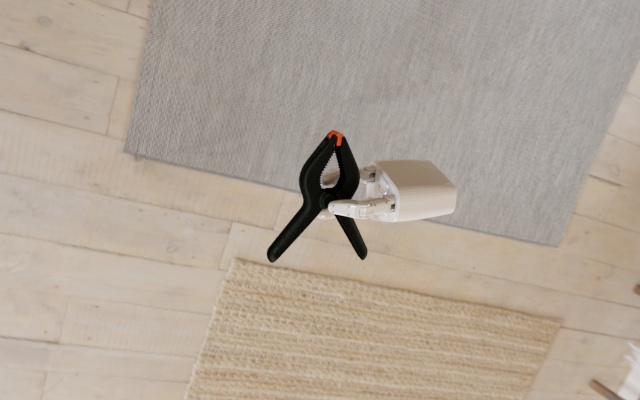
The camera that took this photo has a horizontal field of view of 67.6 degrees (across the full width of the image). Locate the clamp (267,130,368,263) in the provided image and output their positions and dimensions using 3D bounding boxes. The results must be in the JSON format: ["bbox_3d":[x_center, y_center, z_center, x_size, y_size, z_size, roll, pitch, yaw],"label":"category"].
[{"bbox_3d":[0.001,0.002,0.708,0.164,0.210,0.036,-6,20,-21],"label":"clamp"}]
